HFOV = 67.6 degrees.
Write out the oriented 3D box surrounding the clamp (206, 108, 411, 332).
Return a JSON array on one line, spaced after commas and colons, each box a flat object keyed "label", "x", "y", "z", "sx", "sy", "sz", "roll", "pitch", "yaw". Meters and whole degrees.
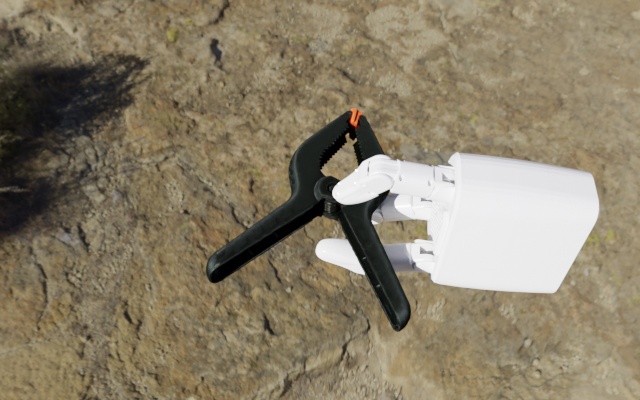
[{"label": "clamp", "x": 0.000, "y": 0.001, "z": 0.420, "sx": 0.164, "sy": 0.209, "sz": 0.036, "roll": 8, "pitch": -33, "yaw": 1}]
